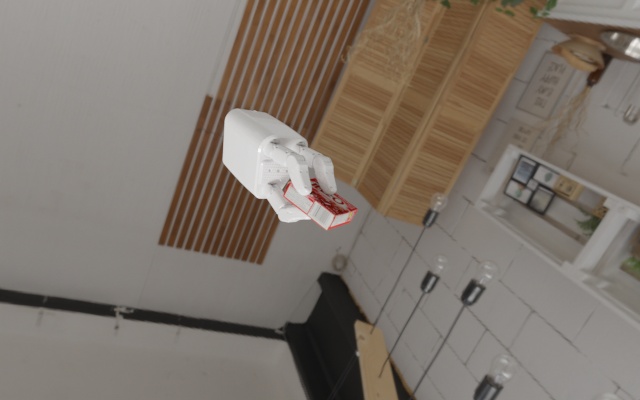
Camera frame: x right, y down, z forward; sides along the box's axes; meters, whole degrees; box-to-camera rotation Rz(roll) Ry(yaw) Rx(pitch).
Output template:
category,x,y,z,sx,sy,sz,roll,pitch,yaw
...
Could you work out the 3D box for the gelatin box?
category,x,y,z,sx,sy,sz,roll,pitch,yaw
gelatin box,0.000,0.003,0.700,0.089,0.030,0.073,37,22,21
